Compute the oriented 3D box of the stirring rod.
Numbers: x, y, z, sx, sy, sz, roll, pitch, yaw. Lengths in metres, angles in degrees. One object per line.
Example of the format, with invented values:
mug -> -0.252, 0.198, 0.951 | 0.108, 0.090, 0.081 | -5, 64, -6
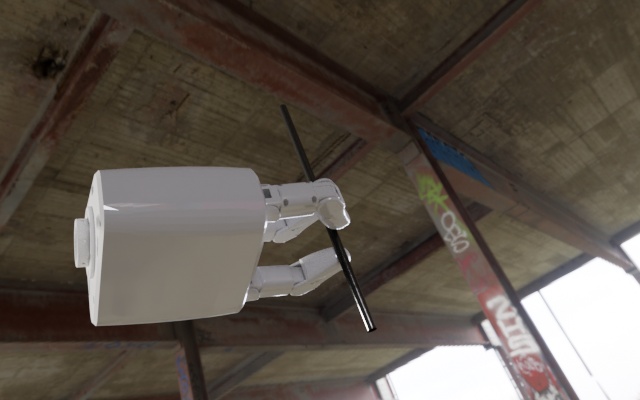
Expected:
stirring rod -> 0.000, 0.001, 0.417 | 0.011, 0.239, 0.011 | -16, -32, -10
